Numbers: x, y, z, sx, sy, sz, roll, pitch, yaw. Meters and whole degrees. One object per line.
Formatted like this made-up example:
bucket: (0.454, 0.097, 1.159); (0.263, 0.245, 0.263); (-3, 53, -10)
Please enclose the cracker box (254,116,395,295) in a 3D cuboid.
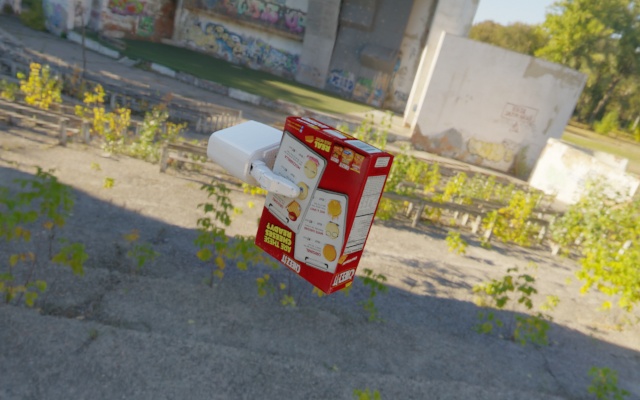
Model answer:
cracker box: (0.000, 0.002, 0.708); (0.164, 0.214, 0.072); (29, 23, 34)
